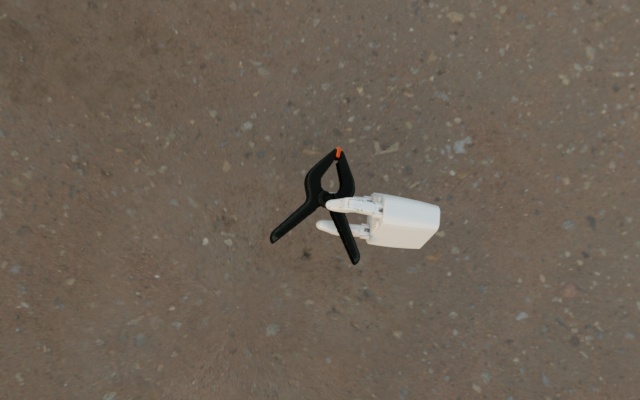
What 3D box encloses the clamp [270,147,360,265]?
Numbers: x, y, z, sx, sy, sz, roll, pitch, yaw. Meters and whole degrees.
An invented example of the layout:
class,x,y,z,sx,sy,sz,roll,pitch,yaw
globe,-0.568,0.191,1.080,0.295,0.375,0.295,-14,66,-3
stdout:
class,x,y,z,sx,sy,sz,roll,pitch,yaw
clamp,0.001,0.002,0.863,0.164,0.210,0.036,9,-14,-11
